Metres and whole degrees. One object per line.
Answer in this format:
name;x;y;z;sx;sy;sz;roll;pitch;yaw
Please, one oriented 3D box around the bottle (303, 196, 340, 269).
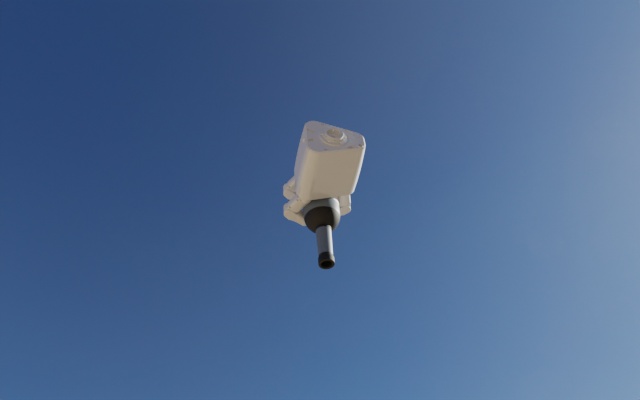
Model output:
bottle;0.000;0.003;0.889;0.069;0.069;0.295;0;44;-5
